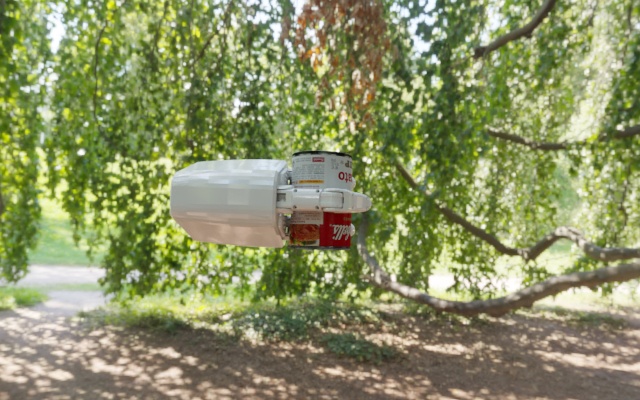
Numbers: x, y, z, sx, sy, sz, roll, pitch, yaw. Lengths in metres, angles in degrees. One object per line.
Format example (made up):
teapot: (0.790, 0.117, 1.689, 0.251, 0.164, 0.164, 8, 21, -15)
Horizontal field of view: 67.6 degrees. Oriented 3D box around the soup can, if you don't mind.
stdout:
soup can: (0.001, 0.001, 0.516, 0.068, 0.102, 0.068, 2, -4, 0)
